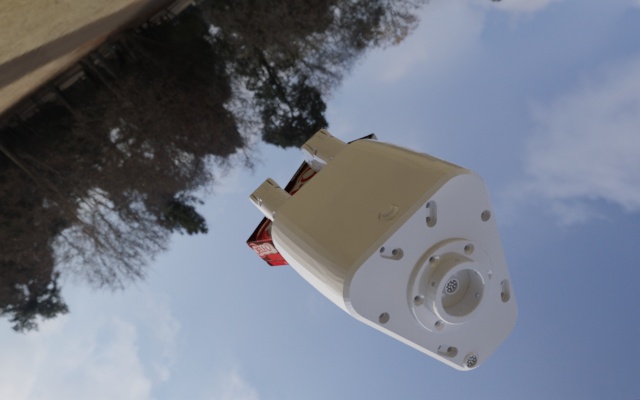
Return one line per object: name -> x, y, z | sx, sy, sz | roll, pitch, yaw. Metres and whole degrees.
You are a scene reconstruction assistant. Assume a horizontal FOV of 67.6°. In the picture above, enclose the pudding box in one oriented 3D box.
pudding box -> 0.000, 0.001, 0.402 | 0.090, 0.039, 0.113 | -12, 35, 48
